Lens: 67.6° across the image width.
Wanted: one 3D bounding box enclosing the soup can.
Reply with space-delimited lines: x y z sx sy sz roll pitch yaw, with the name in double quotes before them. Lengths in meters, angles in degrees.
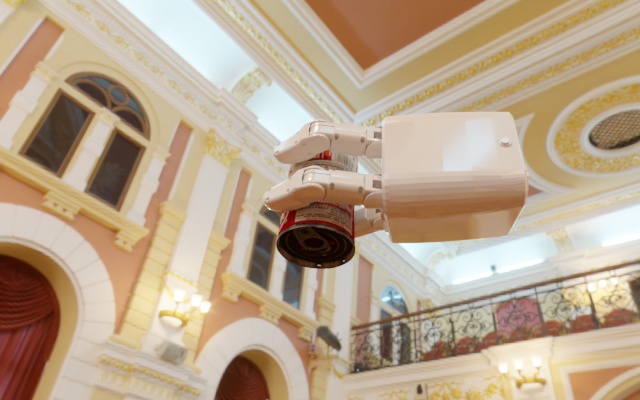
"soup can" 0.000 0.001 0.437 0.068 0.102 0.069 4 -37 3
